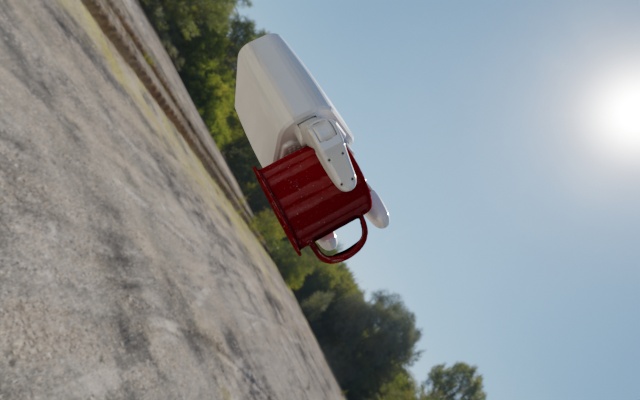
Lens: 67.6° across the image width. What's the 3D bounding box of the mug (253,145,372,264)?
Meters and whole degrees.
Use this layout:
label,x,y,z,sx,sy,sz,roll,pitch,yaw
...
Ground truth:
label,x,y,z,sx,sy,sz,roll,pitch,yaw
mug,0.001,0.002,0.438,0.081,0.117,0.093,-28,-21,-7
